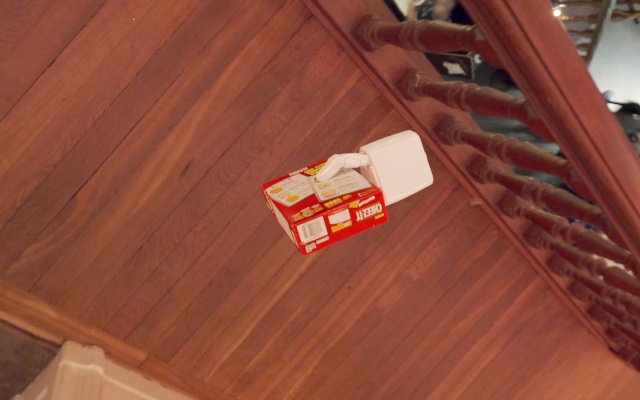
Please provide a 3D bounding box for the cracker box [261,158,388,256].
[{"bbox_3d":[0.000,0.003,0.869,0.164,0.072,0.213,-22,26,-12],"label":"cracker box"}]
